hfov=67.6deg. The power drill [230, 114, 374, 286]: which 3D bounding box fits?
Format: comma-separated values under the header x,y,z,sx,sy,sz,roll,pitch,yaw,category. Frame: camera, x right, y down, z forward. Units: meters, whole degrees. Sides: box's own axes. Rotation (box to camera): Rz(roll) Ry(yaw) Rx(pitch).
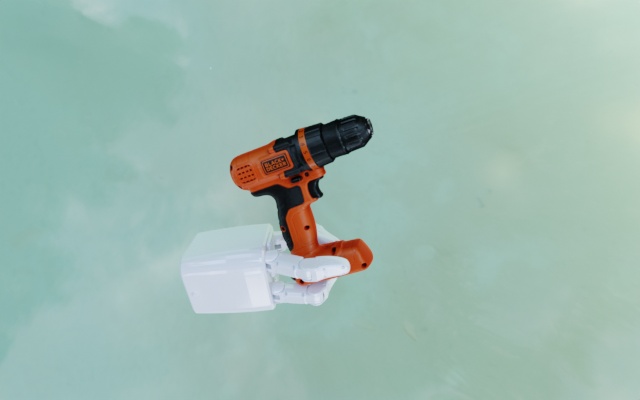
x,y,z,sx,sy,sz,roll,pitch,yaw,category
0.000,0.002,0.592,0.184,0.188,0.057,-17,13,19,power drill
